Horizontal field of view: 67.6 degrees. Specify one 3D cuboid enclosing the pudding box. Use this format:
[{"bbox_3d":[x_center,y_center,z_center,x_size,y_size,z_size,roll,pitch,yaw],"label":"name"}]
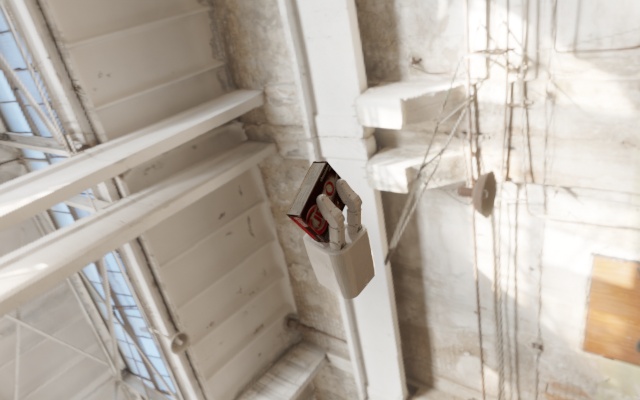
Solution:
[{"bbox_3d":[0.000,0.003,0.817,0.039,0.113,0.090,4,-29,39],"label":"pudding box"}]
